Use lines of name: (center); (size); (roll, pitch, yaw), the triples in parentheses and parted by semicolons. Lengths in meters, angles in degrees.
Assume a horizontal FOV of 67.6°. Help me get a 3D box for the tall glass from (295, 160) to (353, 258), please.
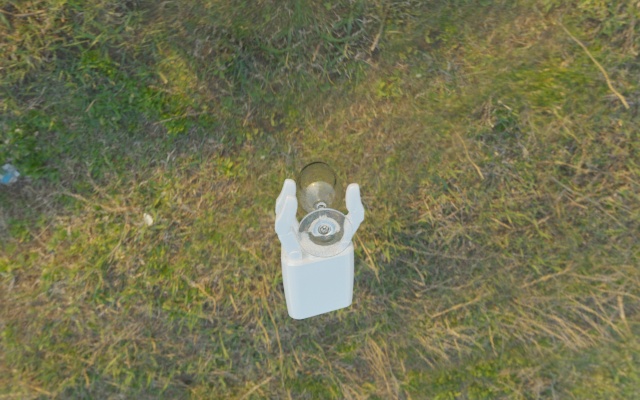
tall glass: (0.000, 0.003, 0.721); (0.079, 0.079, 0.201); (0, 25, -4)
